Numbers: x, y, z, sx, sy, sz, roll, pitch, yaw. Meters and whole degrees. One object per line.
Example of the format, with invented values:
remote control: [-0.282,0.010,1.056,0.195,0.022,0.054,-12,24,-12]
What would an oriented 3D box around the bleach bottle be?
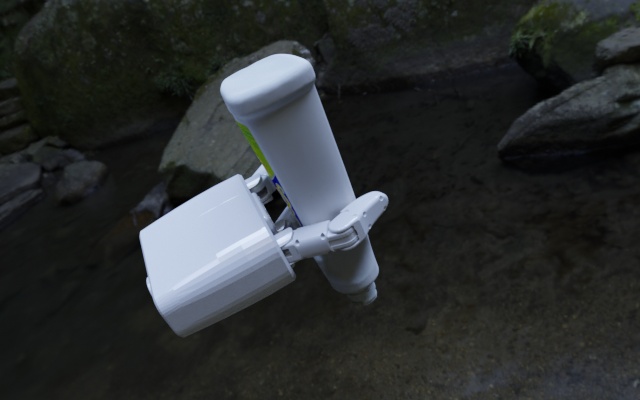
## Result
bleach bottle: [0.000,0.001,0.426,0.068,0.251,0.102,-29,28,-7]
